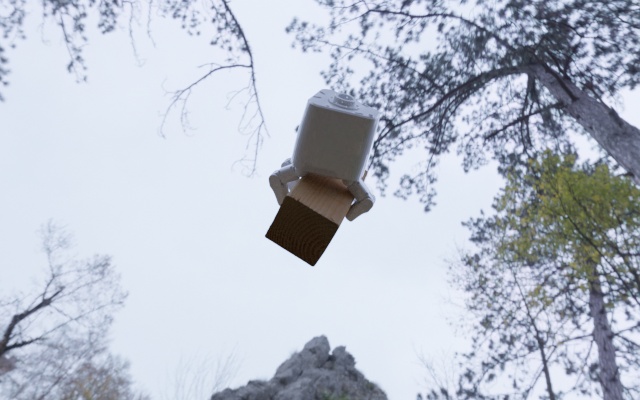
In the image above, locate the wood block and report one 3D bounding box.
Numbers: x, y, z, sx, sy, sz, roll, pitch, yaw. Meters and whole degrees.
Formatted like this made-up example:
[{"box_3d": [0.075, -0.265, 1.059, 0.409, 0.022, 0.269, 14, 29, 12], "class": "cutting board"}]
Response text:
[{"box_3d": [0.001, 0.002, 0.782, 0.091, 0.090, 0.206, 31, 31, 2], "class": "wood block"}]
